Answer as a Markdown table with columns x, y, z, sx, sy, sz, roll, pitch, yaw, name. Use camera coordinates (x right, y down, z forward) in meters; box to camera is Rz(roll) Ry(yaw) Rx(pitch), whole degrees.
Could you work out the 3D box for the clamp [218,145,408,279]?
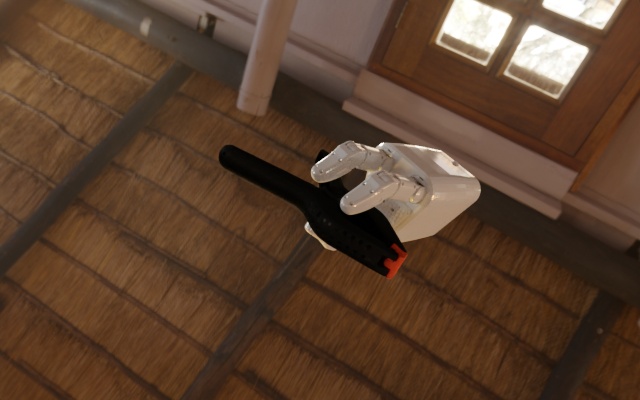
| x | y | z | sx | sy | sz | roll | pitch | yaw | name |
| --- | --- | --- | --- | --- | --- | --- | --- | --- | --- |
| 0.000 | 0.003 | 0.495 | 0.164 | 0.036 | 0.210 | 0 | 36 | -43 | clamp |
